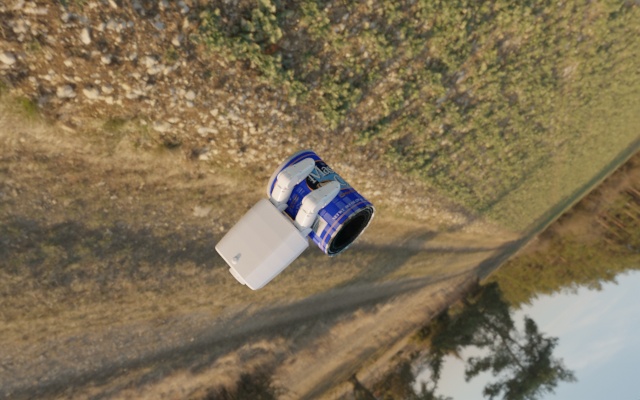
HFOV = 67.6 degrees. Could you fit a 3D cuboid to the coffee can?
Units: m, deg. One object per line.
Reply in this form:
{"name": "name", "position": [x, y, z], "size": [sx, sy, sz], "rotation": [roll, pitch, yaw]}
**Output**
{"name": "coffee can", "position": [0.000, 0.002, 0.741], "size": [0.140, 0.103, 0.103], "rotation": [44, 20, 22]}
